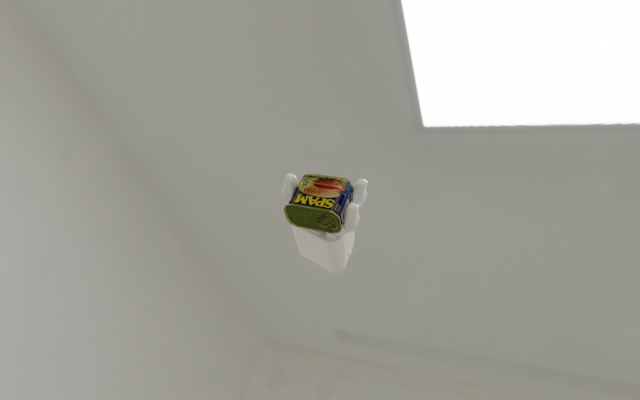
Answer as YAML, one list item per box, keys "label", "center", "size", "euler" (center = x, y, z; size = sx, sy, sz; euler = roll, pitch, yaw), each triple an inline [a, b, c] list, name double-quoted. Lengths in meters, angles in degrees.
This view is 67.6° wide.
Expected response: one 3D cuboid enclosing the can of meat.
- label: "can of meat"
  center: [0.000, 0.002, 0.831]
  size: [0.102, 0.084, 0.057]
  euler: [9, -41, 20]
